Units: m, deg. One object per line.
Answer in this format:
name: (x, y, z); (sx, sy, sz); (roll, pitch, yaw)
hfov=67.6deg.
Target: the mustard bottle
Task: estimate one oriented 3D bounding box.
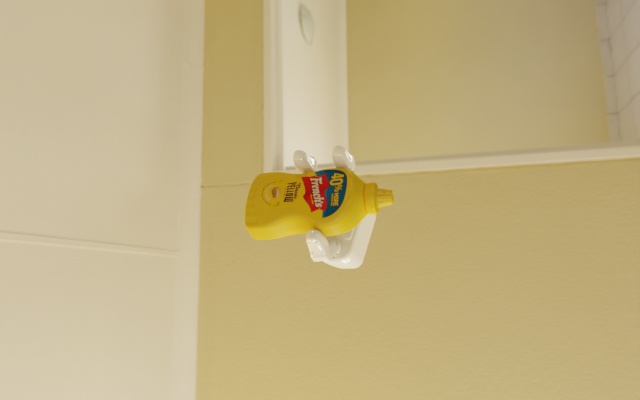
mustard bottle: (0.000, 0.002, 0.630); (0.191, 0.096, 0.058); (-3, -40, 16)
